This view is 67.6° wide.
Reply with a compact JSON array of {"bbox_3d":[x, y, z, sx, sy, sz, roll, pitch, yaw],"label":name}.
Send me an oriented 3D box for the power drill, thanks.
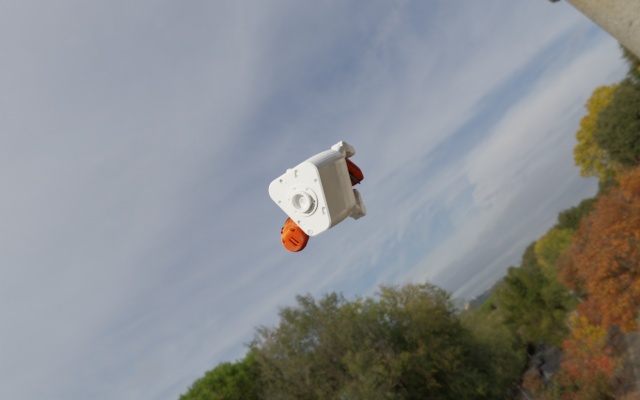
[{"bbox_3d":[0.000,0.003,0.890,0.057,0.188,0.184,37,9,-7],"label":"power drill"}]
